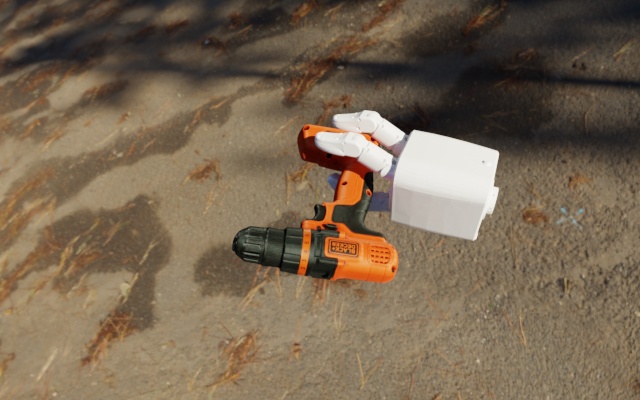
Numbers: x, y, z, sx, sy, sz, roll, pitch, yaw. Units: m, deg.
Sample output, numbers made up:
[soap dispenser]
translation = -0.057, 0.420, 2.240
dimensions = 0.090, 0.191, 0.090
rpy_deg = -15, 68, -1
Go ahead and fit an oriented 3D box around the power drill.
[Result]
[power drill]
translation = 0.000, 0.001, 0.566
dimensions = 0.184, 0.187, 0.057
rpy_deg = 10, -29, -8
